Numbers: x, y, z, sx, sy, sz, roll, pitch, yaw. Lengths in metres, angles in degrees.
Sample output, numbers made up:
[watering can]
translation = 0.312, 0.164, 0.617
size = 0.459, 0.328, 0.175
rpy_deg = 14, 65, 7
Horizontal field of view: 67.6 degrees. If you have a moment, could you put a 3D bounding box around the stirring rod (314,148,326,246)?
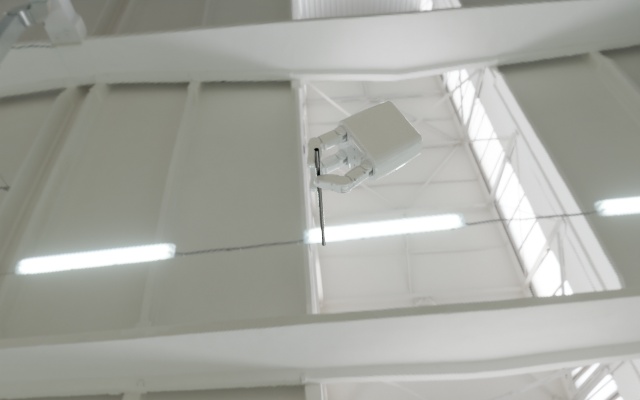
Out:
[stirring rod]
translation = 0.000, 0.003, 0.821
size = 0.011, 0.011, 0.240
rpy_deg = 0, -42, 4
